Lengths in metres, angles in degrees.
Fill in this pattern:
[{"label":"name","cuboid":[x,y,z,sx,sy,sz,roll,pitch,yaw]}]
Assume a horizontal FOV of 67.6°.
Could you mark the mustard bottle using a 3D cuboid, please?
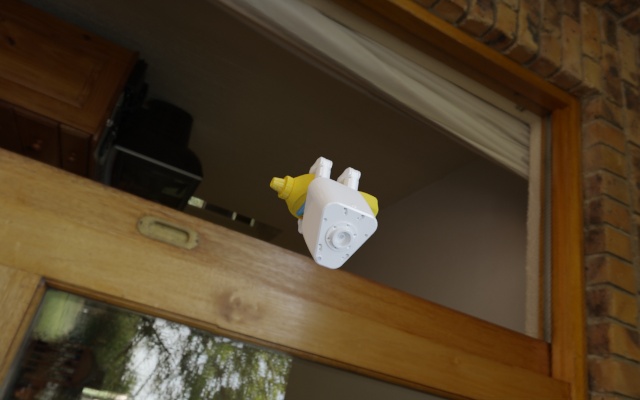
[{"label":"mustard bottle","cuboid":[0.000,0.003,0.857,0.191,0.058,0.096,22,-48,-19]}]
